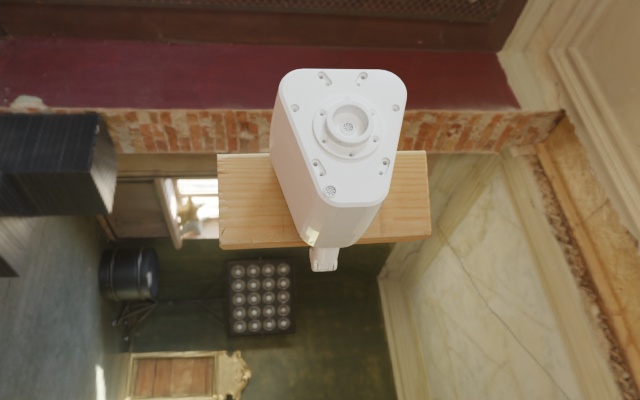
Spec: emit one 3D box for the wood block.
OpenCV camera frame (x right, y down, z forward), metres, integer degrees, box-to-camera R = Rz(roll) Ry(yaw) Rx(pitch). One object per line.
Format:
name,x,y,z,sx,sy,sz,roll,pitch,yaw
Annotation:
wood block,0.000,0.002,0.501,0.206,0.091,0.090,-2,-7,-8
